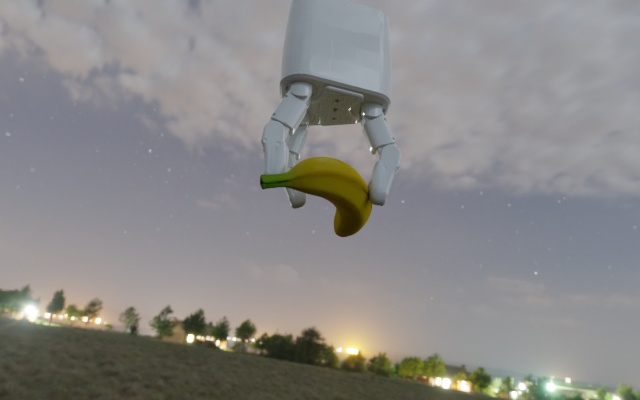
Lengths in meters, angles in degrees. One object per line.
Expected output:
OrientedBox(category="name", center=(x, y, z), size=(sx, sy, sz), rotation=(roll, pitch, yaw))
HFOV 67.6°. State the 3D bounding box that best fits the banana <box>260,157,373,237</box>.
OrientedBox(category="banana", center=(0.016, -0.002, 0.466), size=(0.069, 0.037, 0.198), rotation=(-9, -21, 20))
